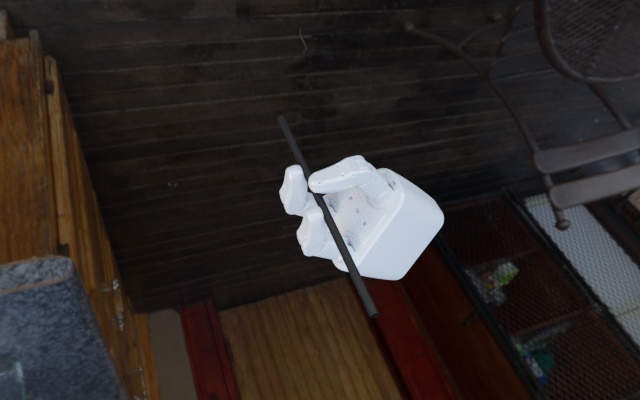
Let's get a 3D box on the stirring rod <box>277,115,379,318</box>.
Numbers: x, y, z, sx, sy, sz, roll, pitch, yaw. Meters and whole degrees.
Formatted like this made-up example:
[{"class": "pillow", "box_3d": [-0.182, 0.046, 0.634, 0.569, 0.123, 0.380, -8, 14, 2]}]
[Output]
[{"class": "stirring rod", "box_3d": [0.000, 0.001, 0.444, 0.011, 0.239, 0.011, -17, -35, -12]}]
